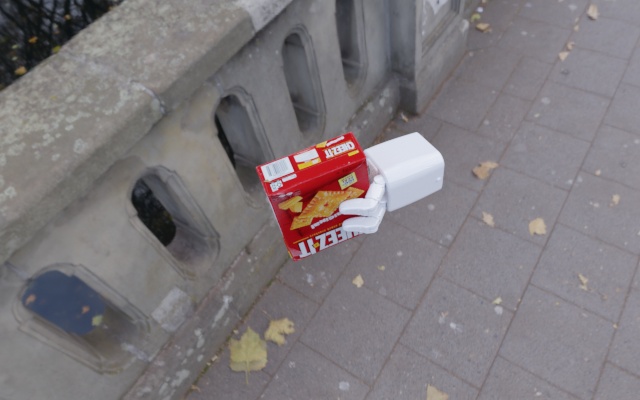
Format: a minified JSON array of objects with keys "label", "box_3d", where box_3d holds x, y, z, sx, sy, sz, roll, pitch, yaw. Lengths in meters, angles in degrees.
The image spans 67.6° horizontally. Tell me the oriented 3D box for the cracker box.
[{"label":"cracker box","box_3d":[0.000,0.002,0.812,0.164,0.072,0.214,-21,-36,-5]}]
